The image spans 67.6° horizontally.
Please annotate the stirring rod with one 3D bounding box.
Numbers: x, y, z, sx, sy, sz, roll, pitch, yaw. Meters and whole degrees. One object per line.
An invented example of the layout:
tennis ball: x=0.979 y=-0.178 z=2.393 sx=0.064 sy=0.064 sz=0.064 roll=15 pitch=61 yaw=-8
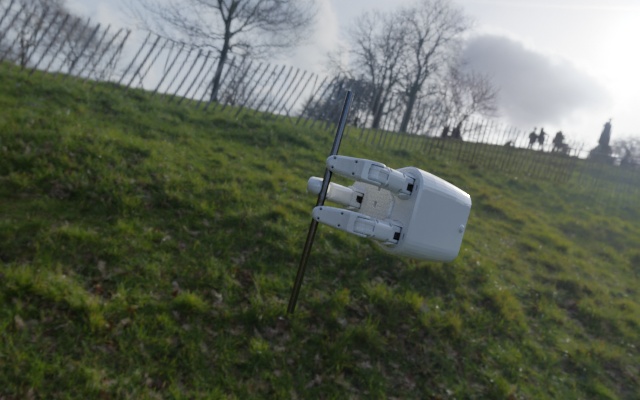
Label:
stirring rod: x=0.000 y=0.002 z=0.502 sx=0.011 sy=0.239 sz=0.011 roll=15 pitch=-1 yaw=0
